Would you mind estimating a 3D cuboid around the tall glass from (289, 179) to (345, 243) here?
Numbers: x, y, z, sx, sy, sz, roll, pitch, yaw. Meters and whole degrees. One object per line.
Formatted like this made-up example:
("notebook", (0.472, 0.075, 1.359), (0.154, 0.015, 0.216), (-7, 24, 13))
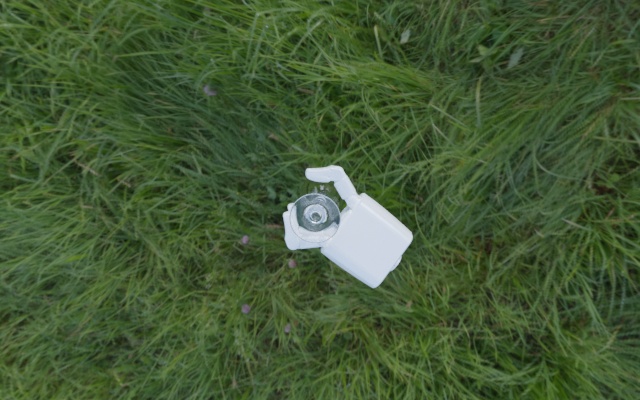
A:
("tall glass", (0.000, 0.003, 0.781), (0.079, 0.079, 0.201), (0, 14, 5))
